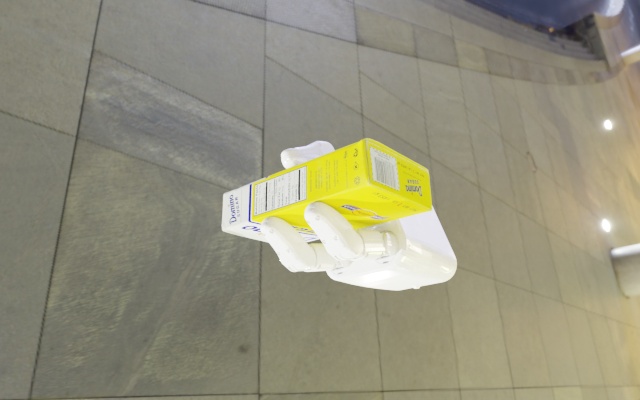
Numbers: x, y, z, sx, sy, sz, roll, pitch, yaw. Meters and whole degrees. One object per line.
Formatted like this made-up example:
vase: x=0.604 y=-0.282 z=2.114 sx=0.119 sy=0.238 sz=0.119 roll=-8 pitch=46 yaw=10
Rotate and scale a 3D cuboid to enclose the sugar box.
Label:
sugar box: x=0.000 y=0.002 z=0.435 sx=0.176 sy=0.048 sz=0.093 roll=-21 pitch=-28 yaw=38
